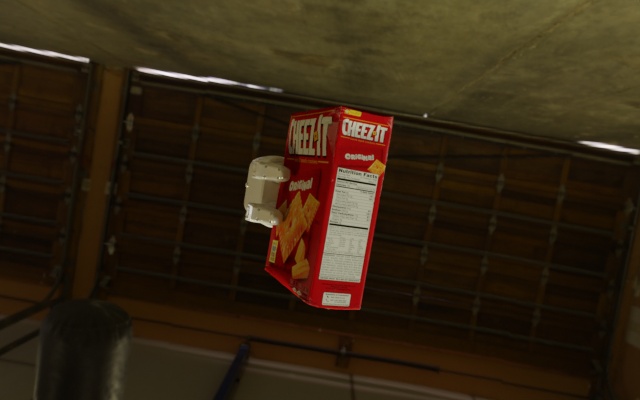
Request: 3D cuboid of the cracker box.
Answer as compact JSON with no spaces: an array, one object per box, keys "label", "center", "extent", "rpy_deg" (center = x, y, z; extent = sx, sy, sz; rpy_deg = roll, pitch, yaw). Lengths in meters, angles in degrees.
[{"label":"cracker box","center":[0.000,0.002,0.570],"extent":[0.072,0.214,0.164],"rpy_deg":[8,4,-23]}]
